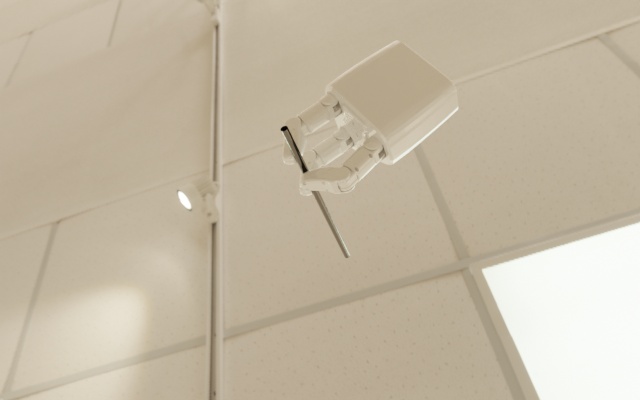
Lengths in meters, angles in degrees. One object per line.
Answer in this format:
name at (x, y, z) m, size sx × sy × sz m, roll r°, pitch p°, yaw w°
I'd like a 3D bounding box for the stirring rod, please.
stirring rod at (0.000, 0.002, 0.563) m, size 0.011 × 0.011 × 0.240 m, roll 0°, pitch -38°, yaw 22°
